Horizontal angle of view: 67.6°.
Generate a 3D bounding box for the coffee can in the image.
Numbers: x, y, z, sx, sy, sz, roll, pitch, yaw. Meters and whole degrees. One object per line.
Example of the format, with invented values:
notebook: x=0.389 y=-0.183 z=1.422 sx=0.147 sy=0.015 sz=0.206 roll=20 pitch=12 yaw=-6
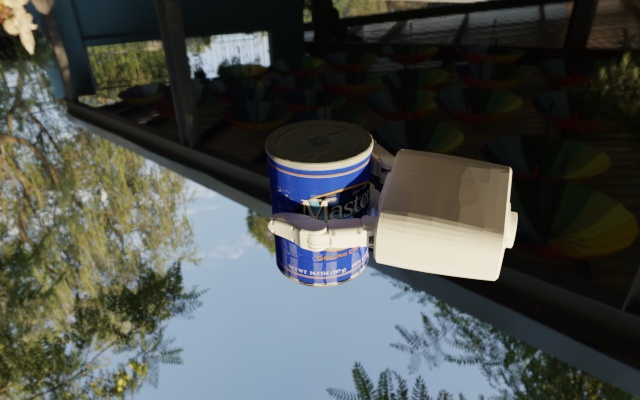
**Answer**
coffee can: x=0.000 y=0.001 z=0.489 sx=0.103 sy=0.140 sz=0.102 roll=-1 pitch=31 yaw=1
